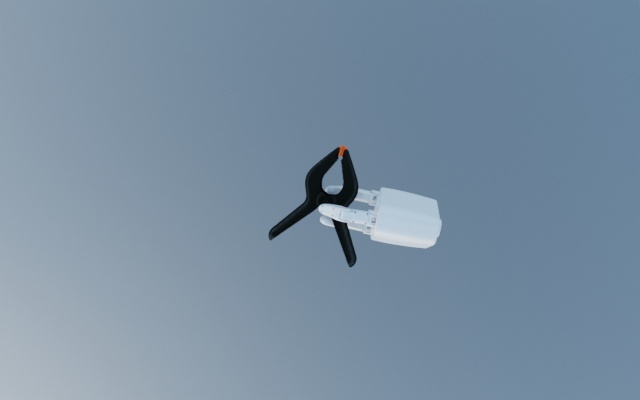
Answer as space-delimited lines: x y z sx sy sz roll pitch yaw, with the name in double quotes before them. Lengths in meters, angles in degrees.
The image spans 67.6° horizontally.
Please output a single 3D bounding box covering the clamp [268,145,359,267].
"clamp" 0.000 0.002 0.845 0.164 0.210 0.036 11 8 5
